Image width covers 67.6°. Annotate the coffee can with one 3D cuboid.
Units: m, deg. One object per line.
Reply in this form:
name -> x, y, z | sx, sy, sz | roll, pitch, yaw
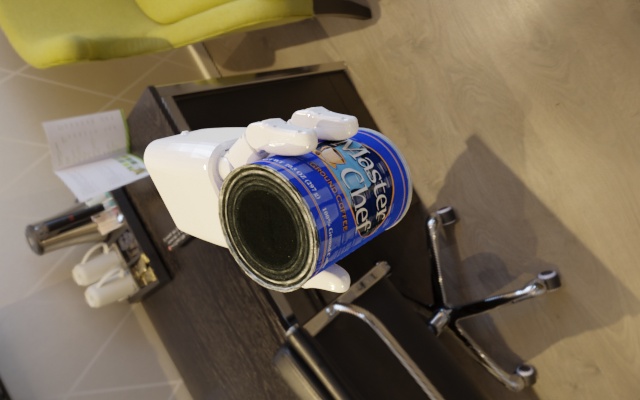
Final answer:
coffee can -> 0.000, 0.001, 0.408 | 0.103, 0.103, 0.140 | 0, 17, 40
